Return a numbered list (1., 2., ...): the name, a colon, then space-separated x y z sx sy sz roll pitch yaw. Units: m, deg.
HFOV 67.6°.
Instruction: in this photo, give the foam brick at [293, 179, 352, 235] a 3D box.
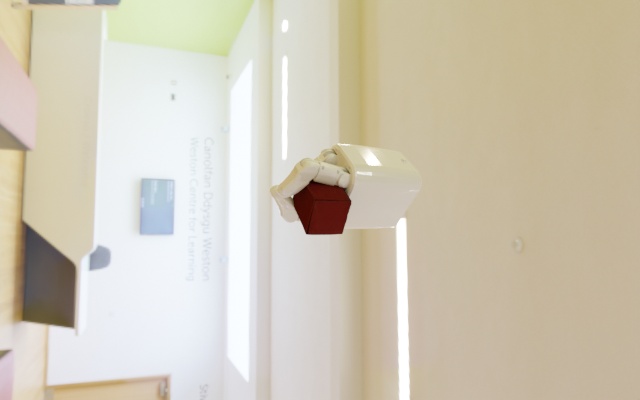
1. foam brick: 0.000 0.002 0.620 0.051 0.053 0.078 3 31 -21
